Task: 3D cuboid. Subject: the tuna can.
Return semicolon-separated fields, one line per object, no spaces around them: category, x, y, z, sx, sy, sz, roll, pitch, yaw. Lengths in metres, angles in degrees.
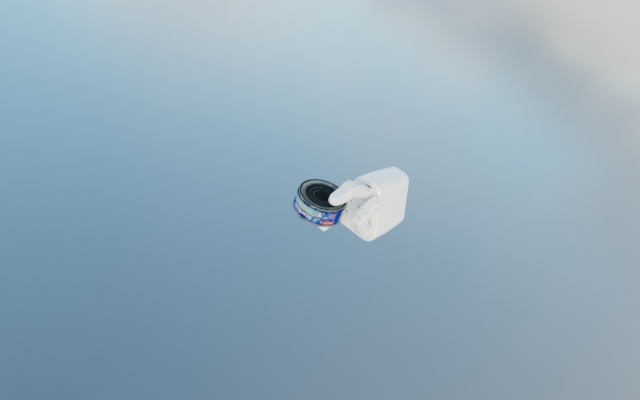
tuna can;0.000;0.002;0.781;0.086;0.034;0.086;13;37;-10
